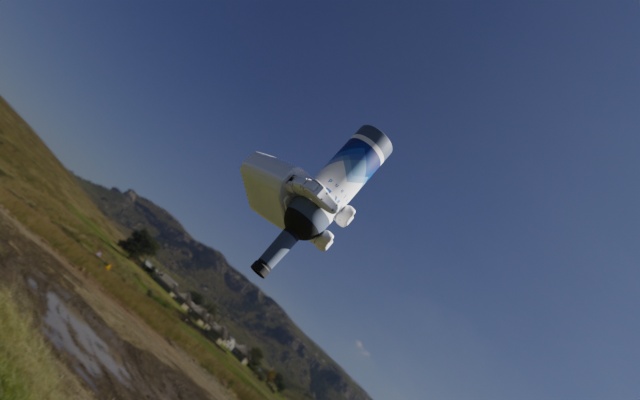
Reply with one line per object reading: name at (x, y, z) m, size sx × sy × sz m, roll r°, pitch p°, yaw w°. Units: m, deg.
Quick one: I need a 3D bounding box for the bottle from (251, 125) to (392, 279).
bottle at (0.000, 0.002, 0.746) m, size 0.069 × 0.295 × 0.069 m, roll 36°, pitch -20°, yaw 16°
